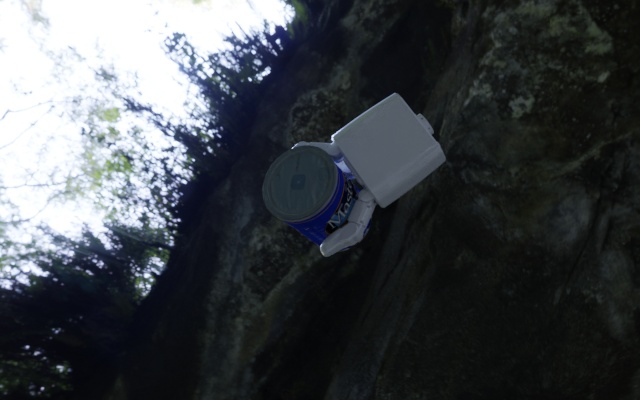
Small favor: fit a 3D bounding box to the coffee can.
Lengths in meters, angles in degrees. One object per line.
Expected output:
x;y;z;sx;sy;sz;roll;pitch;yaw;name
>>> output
0.000;0.002;0.652;0.103;0.102;0.140;0;-22;26;coffee can
